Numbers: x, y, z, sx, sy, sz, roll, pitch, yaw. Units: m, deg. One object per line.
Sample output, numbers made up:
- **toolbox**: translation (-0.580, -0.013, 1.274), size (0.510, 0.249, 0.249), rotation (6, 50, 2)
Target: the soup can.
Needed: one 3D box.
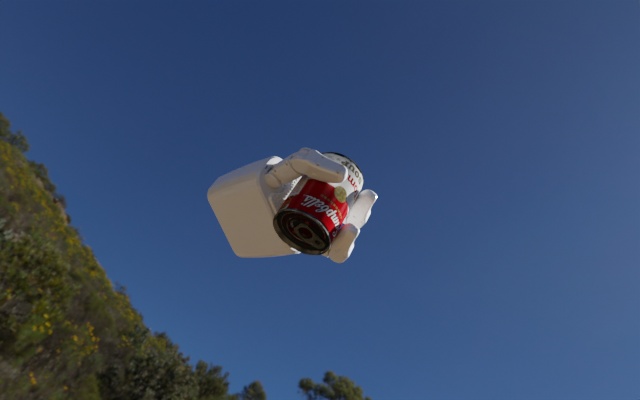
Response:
- **soup can**: translation (0.001, 0.001, 0.536), size (0.068, 0.068, 0.102), rotation (0, 42, 33)
